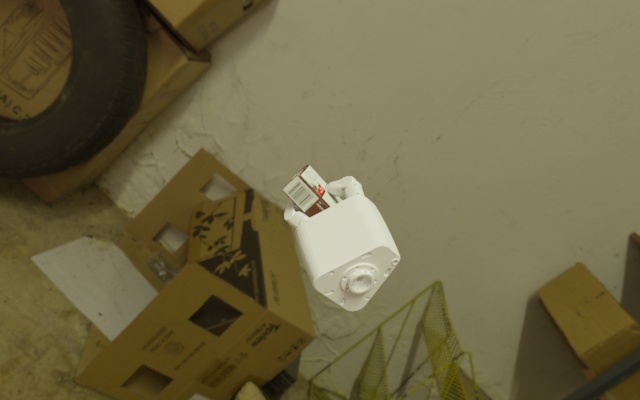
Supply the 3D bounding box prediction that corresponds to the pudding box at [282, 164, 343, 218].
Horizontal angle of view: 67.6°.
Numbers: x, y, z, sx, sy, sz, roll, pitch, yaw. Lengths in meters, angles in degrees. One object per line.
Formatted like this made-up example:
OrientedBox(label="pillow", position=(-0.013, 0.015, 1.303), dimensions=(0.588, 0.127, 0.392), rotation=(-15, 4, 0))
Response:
OrientedBox(label="pudding box", position=(0.000, 0.002, 0.728), dimensions=(0.039, 0.113, 0.090), rotation=(-41, 6, 14))
